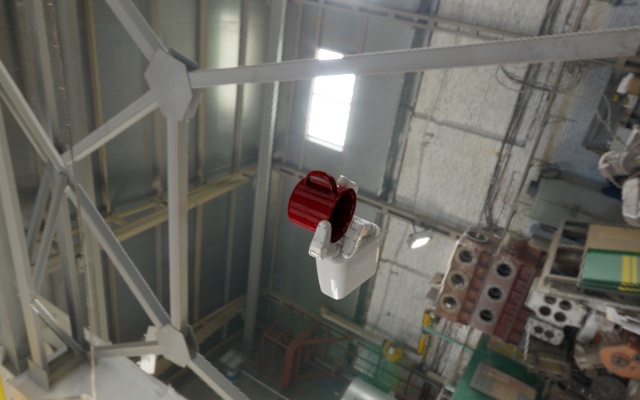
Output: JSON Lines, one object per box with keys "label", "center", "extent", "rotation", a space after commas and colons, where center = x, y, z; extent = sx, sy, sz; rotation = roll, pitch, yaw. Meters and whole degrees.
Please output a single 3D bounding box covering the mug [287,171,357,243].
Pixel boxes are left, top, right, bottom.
{"label": "mug", "center": [0.000, 0.001, 0.762], "extent": [0.081, 0.117, 0.093], "rotation": [21, 48, 25]}
